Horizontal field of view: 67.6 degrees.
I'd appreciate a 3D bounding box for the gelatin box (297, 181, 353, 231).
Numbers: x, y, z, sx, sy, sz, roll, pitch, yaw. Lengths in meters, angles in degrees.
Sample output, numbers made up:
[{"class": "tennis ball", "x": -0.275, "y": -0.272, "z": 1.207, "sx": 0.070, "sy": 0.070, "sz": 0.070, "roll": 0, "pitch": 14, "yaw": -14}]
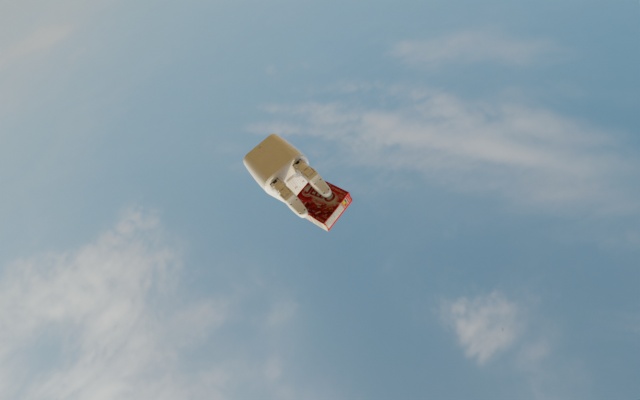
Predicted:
[{"class": "gelatin box", "x": 0.001, "y": 0.003, "z": 0.846, "sx": 0.089, "sy": 0.073, "sz": 0.030, "roll": 29, "pitch": -18, "yaw": 35}]
